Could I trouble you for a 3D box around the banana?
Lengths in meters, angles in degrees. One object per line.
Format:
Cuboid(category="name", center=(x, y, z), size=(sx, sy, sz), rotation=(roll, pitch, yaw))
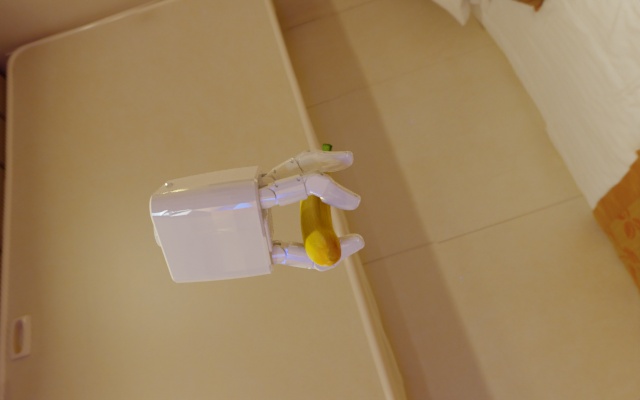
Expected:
Cuboid(category="banana", center=(-0.002, 0.014, 0.523), size=(0.037, 0.070, 0.197), rotation=(4, 38, -6))
